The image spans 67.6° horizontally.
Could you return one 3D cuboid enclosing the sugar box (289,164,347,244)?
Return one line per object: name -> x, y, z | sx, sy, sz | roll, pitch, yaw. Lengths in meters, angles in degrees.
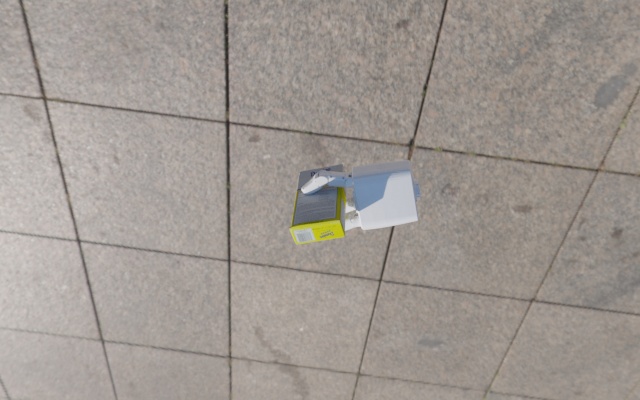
sugar box -> 0.000, 0.003, 0.895 | 0.093, 0.048, 0.176 | -9, 34, 12
